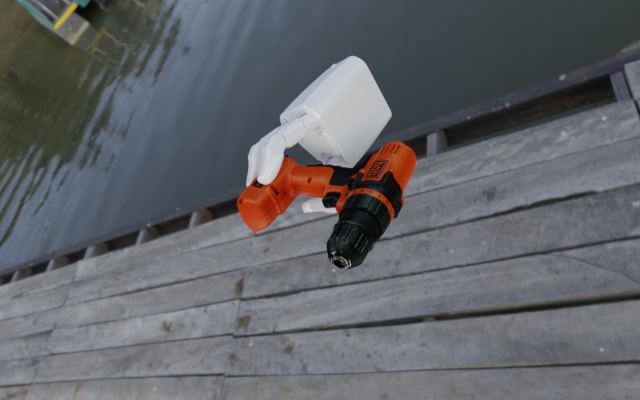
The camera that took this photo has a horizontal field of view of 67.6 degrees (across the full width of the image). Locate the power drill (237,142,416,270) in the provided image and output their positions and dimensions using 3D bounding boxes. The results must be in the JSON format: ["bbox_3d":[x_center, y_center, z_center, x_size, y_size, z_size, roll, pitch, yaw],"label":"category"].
[{"bbox_3d":[0.000,0.002,0.542,0.187,0.057,0.184,2,38,32],"label":"power drill"}]
